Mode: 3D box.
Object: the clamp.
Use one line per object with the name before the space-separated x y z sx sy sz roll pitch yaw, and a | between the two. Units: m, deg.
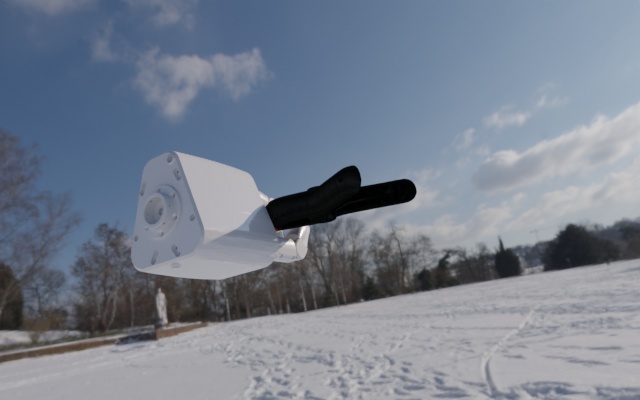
clamp | 0.000 0.001 0.485 0.171 0.039 0.120 -18 -21 26
